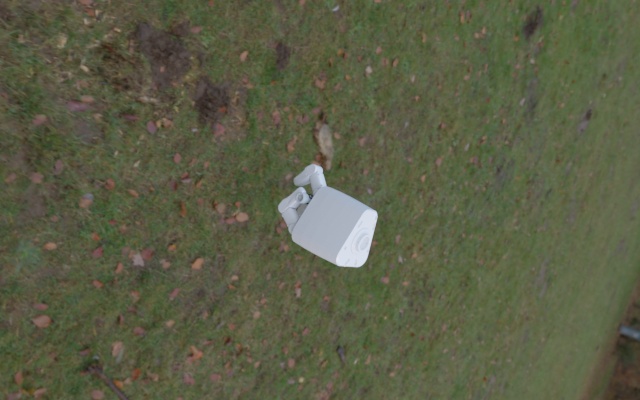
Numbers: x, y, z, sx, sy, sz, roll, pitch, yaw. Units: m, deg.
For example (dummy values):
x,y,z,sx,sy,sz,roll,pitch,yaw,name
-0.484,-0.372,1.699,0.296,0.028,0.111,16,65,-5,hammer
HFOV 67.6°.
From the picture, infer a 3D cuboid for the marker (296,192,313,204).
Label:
x,y,z,sx,sy,sz,roll,pitch,yaw,name
0.000,0.003,0.869,0.020,0.020,0.121,0,-8,37,marker
